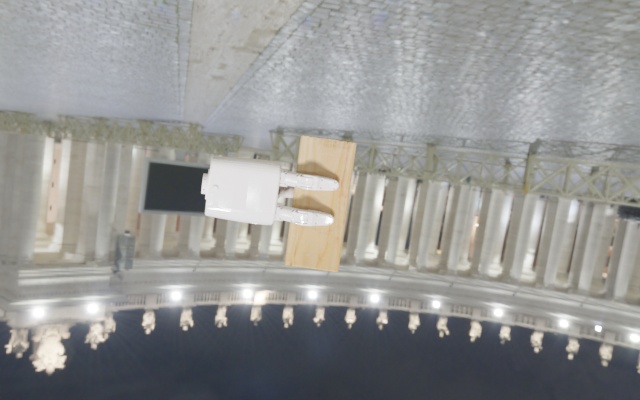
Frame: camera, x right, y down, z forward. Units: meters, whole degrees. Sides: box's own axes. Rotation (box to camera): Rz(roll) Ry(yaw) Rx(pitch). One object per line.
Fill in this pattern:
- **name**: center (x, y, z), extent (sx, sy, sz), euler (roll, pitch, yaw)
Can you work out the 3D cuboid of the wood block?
- **wood block**: center (0.000, 0.003, 0.789), extent (0.090, 0.206, 0.091), euler (8, 5, 0)
